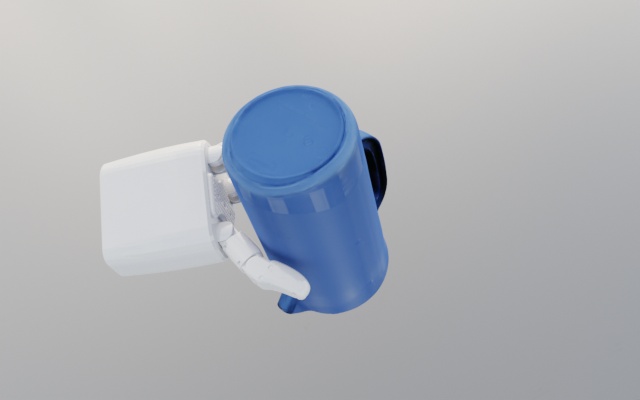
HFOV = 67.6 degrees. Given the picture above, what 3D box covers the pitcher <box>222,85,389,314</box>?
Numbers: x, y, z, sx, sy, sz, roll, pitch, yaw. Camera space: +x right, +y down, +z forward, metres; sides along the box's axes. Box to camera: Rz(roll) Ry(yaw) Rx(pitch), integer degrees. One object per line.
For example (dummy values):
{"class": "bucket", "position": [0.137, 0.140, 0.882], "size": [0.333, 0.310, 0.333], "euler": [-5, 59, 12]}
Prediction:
{"class": "pitcher", "position": [0.000, 0.002, 0.464], "size": [0.145, 0.149, 0.243], "euler": [-9, -32, 5]}
